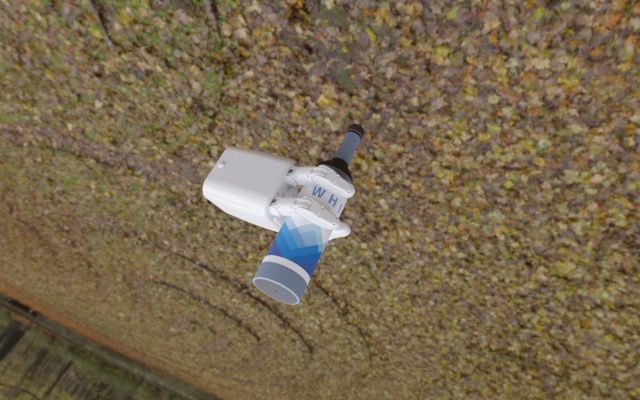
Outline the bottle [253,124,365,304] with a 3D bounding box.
[{"bbox_3d":[0.000,0.002,0.684,0.069,0.295,0.069,20,-30,12],"label":"bottle"}]
